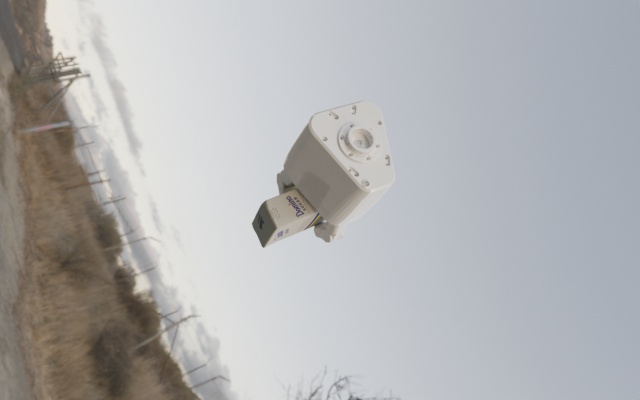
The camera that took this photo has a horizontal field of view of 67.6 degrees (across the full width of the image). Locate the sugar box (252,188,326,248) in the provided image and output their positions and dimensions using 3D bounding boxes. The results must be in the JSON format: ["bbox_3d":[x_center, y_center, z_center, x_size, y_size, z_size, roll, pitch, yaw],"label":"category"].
[{"bbox_3d":[0.000,0.002,0.642,0.176,0.048,0.093,-20,-14,-24],"label":"sugar box"}]
